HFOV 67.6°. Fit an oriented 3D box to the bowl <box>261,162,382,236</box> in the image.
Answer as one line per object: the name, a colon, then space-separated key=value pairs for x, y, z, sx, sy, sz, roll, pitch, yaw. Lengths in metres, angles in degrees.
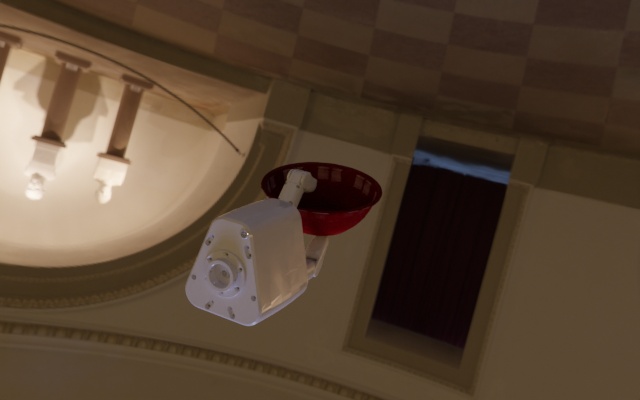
bowl: x=0.001 y=0.002 z=0.650 sx=0.162 sy=0.055 sz=0.162 roll=4 pitch=27 yaw=-2
